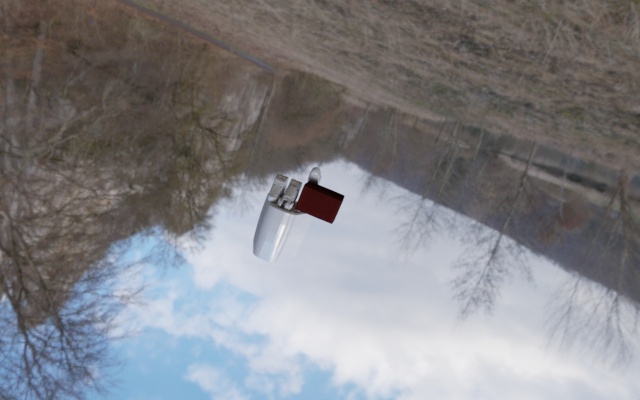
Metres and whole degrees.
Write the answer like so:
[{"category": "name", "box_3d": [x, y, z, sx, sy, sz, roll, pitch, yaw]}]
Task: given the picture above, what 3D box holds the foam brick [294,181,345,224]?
[{"category": "foam brick", "box_3d": [0.000, 0.003, 0.894, 0.078, 0.051, 0.053, 22, 11, 4]}]
